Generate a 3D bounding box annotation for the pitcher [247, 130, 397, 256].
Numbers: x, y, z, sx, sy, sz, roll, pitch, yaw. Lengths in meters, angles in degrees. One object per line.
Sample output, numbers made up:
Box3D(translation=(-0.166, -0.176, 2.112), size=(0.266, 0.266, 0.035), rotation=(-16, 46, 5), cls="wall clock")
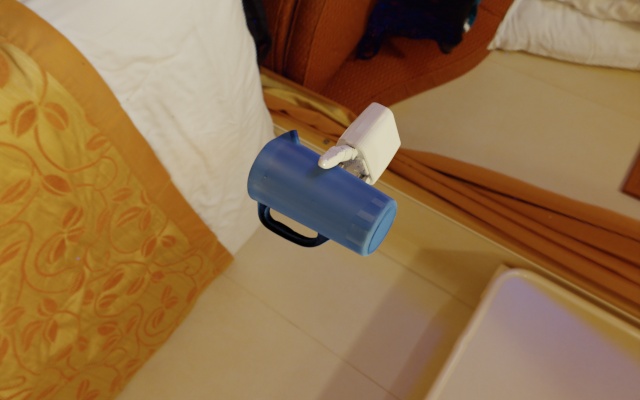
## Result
Box3D(translation=(0.000, 0.003, 0.829), size=(0.243, 0.145, 0.149), rotation=(30, -25, 20), cls="pitcher")
